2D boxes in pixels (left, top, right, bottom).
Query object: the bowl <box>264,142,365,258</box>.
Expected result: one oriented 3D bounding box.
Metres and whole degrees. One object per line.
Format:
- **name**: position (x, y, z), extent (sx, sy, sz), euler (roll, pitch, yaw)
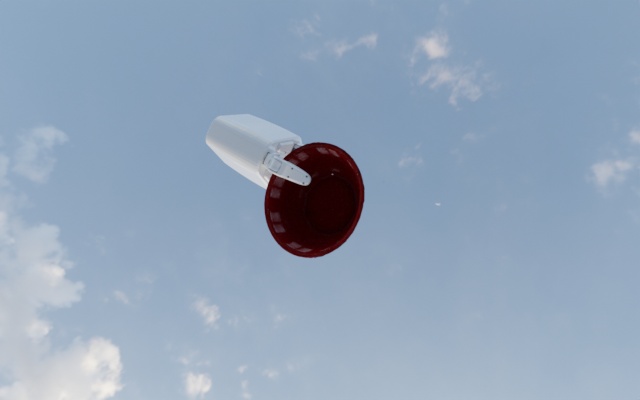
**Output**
- **bowl**: position (0.001, 0.003, 0.677), extent (0.162, 0.162, 0.055), euler (0, -10, 31)
